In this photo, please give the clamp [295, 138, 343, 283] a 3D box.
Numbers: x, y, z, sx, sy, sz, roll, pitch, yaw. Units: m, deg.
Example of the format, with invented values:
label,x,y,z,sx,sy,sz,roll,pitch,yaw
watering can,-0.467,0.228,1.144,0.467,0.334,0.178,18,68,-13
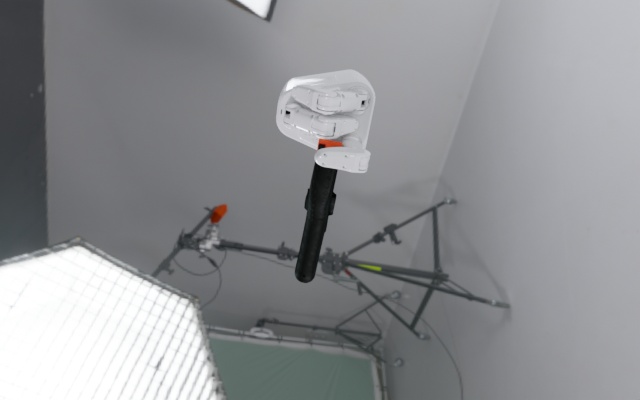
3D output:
label,x,y,z,sx,sy,sz,roll,pitch,yaw
clamp,0.000,0.002,0.584,0.039,0.171,0.120,12,23,-4
